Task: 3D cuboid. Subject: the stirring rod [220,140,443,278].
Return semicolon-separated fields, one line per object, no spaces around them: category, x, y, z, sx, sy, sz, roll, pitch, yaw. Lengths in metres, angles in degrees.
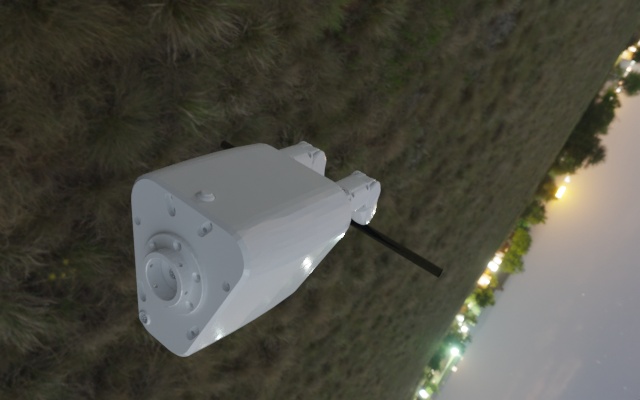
stirring rod;0.000;0.001;0.426;0.239;0.011;0.011;31;12;22
